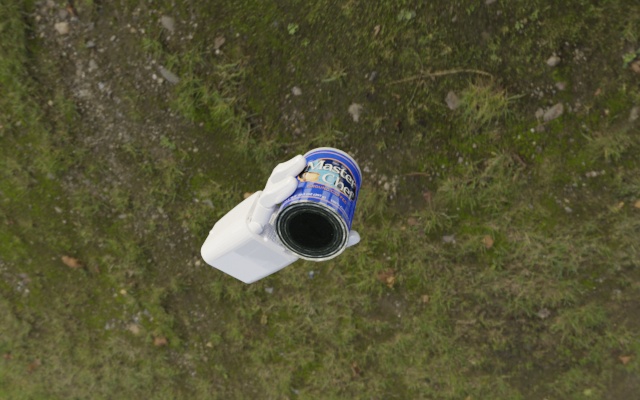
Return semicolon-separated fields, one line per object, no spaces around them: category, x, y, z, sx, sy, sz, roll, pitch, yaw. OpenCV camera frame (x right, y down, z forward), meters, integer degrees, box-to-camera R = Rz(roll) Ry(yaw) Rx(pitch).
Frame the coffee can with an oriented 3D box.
coffee can;0.000;0.002;0.685;0.103;0.103;0.140;0;35;13
